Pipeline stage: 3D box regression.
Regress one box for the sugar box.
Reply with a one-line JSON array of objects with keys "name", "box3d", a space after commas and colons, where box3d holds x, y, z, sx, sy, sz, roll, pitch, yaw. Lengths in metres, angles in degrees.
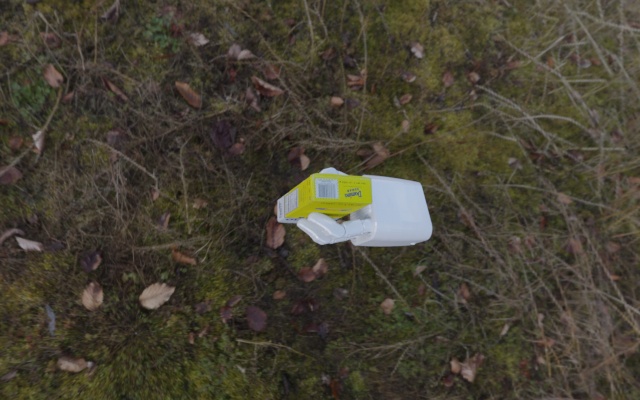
[{"name": "sugar box", "box3d": [0.000, 0.003, 0.742, 0.093, 0.048, 0.176, 4, -16, -20]}]
